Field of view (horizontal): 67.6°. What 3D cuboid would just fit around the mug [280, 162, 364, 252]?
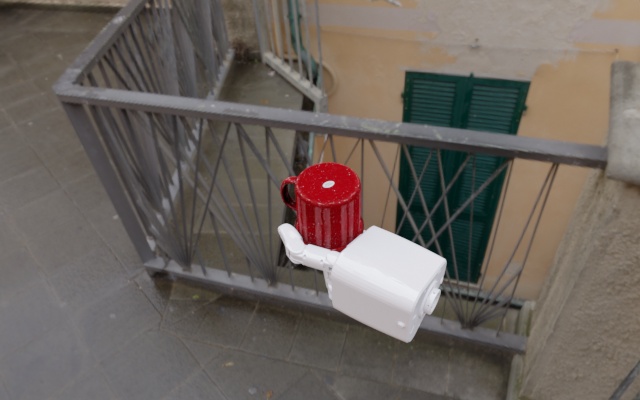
[{"bbox_3d":[-0.001,0.001,0.613,0.117,0.082,0.093,22,49,23],"label":"mug"}]
